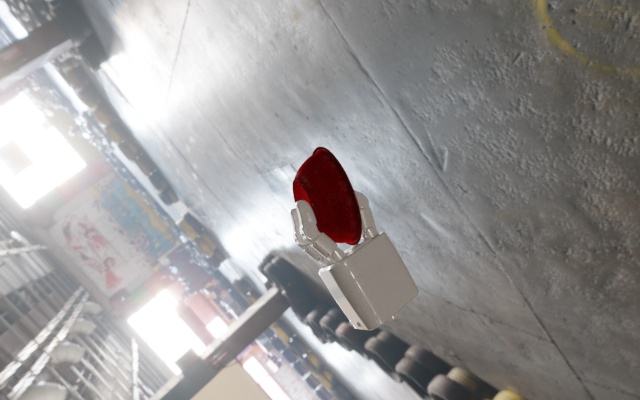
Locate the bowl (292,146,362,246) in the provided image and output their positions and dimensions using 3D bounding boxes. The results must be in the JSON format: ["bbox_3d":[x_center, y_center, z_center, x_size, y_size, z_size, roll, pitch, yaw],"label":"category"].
[{"bbox_3d":[-0.001,0.001,0.726,0.055,0.162,0.162,-20,6,-17],"label":"bowl"}]
